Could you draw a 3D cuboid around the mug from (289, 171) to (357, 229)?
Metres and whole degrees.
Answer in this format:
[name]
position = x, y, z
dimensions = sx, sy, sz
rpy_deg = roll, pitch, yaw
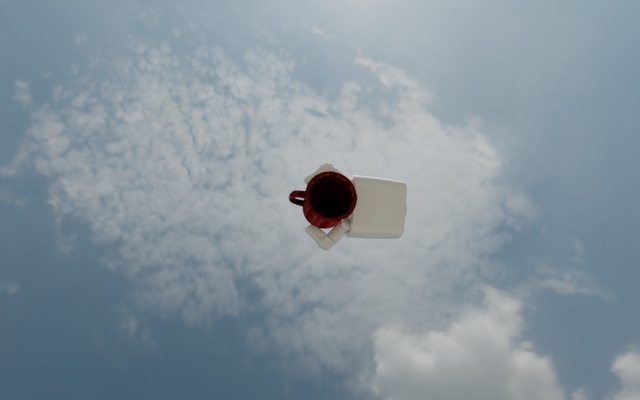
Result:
[mug]
position = -0.001, 0.003, 0.868
dimensions = 0.117, 0.093, 0.081
rpy_deg = 6, -19, -9
